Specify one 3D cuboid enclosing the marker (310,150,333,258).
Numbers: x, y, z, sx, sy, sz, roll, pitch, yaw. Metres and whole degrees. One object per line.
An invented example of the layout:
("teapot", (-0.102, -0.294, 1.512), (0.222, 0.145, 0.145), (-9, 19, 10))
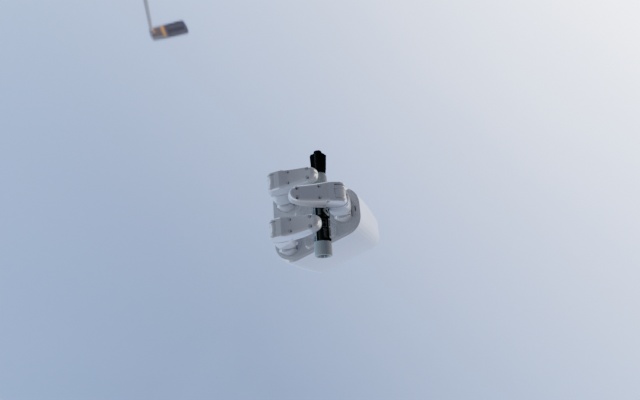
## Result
("marker", (0.000, 0.002, 0.517), (0.020, 0.121, 0.020), (-3, -20, -1))
